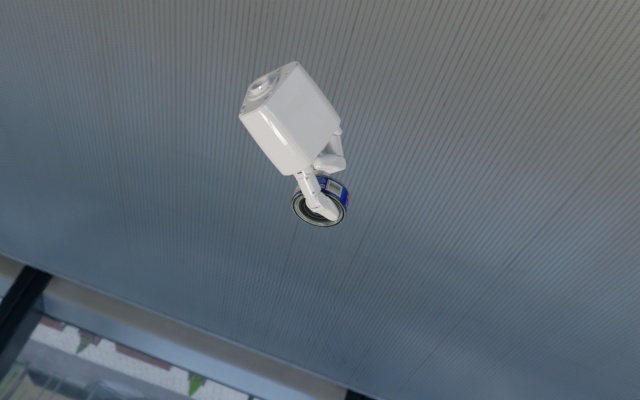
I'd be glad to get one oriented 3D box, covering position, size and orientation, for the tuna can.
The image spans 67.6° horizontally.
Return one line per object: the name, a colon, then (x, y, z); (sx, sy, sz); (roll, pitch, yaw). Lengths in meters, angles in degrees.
tuna can: (0.000, 0.003, 0.722); (0.086, 0.033, 0.086); (9, -40, 8)
